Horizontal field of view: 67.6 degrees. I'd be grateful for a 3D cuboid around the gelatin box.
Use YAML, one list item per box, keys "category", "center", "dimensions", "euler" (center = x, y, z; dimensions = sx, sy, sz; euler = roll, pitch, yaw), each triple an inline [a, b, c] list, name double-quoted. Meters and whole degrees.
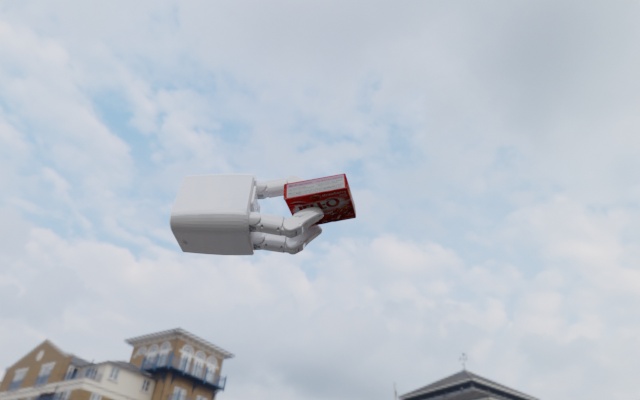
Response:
- category: "gelatin box"
  center: [0.000, 0.002, 0.667]
  dimensions: [0.089, 0.030, 0.073]
  euler: [-10, -38, 8]
